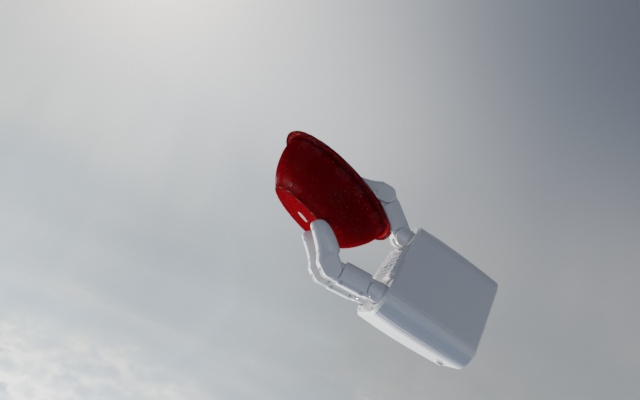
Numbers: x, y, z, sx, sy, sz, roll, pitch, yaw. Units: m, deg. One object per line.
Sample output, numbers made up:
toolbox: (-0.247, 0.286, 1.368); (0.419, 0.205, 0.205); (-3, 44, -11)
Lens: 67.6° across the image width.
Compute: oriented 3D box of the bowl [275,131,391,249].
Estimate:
bowl: (-0.001, 0.001, 0.533); (0.055, 0.162, 0.162); (-43, 13, -15)
